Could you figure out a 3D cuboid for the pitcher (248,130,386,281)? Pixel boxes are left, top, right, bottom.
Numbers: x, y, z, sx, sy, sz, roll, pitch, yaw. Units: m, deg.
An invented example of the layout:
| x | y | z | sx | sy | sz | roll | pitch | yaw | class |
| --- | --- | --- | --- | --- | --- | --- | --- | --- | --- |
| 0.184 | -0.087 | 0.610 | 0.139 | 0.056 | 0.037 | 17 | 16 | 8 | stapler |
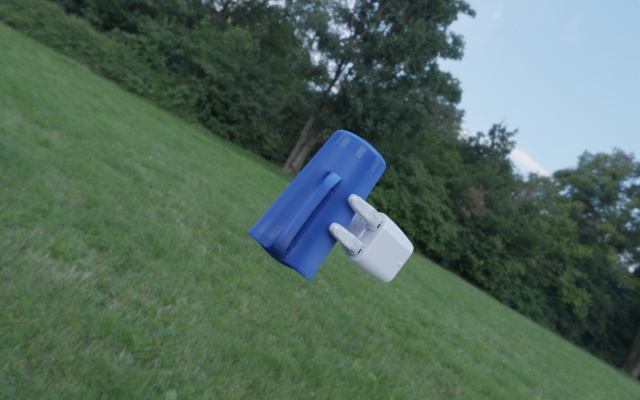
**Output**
| x | y | z | sx | sy | sz | roll | pitch | yaw | class |
| --- | --- | --- | --- | --- | --- | --- | --- | --- | --- |
| 0.000 | 0.003 | 0.798 | 0.145 | 0.243 | 0.149 | 42 | -7 | -38 | pitcher |
